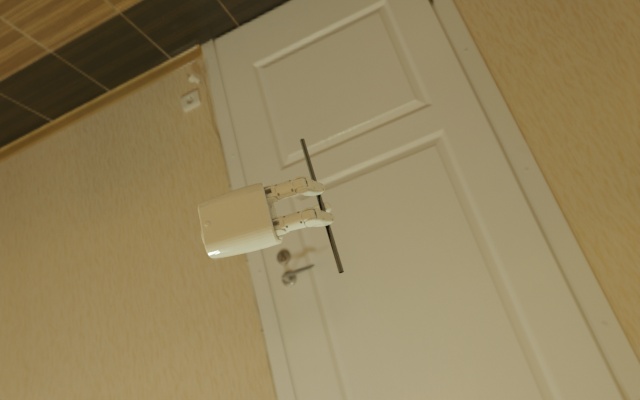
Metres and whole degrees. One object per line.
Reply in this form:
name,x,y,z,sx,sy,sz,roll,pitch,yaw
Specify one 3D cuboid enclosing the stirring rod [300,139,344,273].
stirring rod,0.000,0.002,0.768,0.011,0.239,0.011,-14,-23,-6
